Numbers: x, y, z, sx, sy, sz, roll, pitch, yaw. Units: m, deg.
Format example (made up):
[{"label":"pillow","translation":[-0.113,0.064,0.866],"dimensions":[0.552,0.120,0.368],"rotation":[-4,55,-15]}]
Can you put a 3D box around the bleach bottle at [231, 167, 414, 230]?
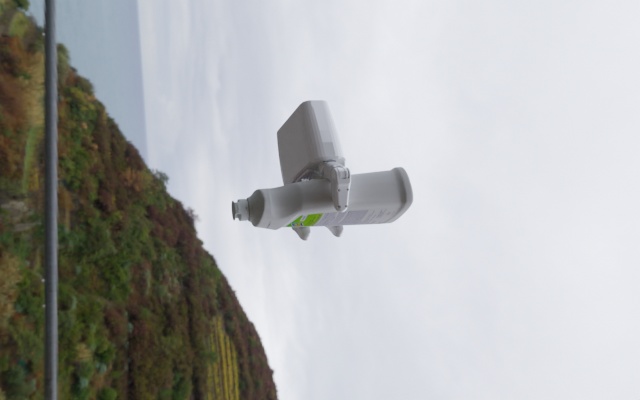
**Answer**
[{"label":"bleach bottle","translation":[0.000,0.002,0.691],"dimensions":[0.251,0.068,0.103],"rotation":[-4,-25,-19]}]
